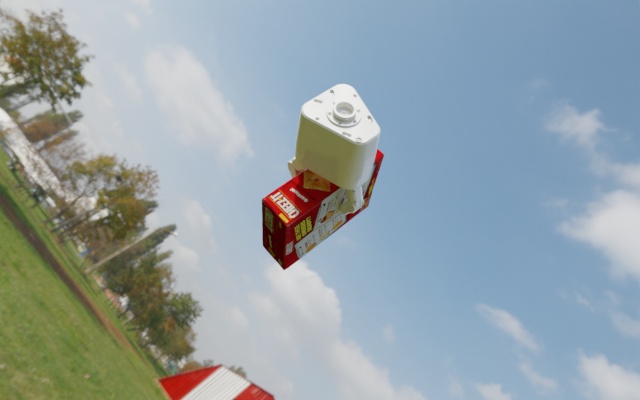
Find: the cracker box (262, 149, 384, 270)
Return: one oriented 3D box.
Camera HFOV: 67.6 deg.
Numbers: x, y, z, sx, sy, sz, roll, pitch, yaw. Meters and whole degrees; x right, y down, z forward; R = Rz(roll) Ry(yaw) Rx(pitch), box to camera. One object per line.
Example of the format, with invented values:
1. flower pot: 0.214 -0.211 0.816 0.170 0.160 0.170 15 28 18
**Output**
1. cracker box: 0.000 0.003 0.818 0.213 0.072 0.164 -35 -23 -24
